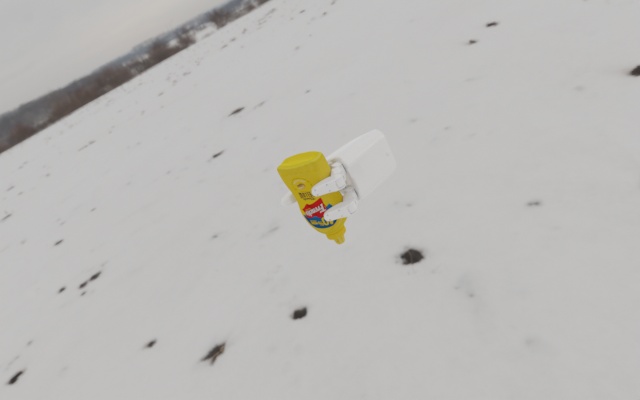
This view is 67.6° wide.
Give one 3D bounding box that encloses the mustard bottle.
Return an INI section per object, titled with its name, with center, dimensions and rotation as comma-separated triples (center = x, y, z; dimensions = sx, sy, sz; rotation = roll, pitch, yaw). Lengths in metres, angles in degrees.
[mustard bottle]
center = 0.000, 0.003, 0.889
dimensions = 0.096, 0.192, 0.058
rotation = -8, 31, 36
